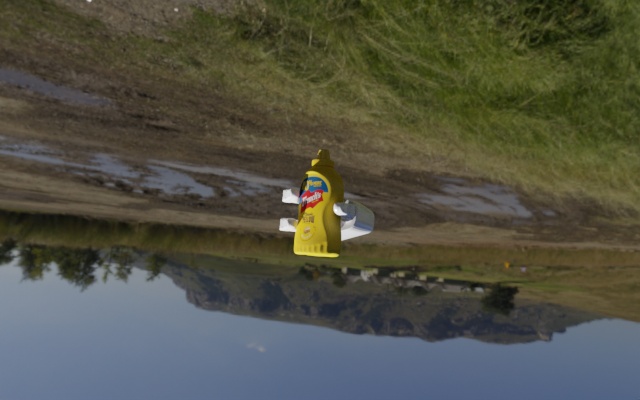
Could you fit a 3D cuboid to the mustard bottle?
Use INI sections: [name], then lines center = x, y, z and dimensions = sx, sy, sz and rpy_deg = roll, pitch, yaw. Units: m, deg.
[mustard bottle]
center = 0.000, 0.003, 0.855
dimensions = 0.058, 0.191, 0.096
rpy_deg = 11, -10, -38
